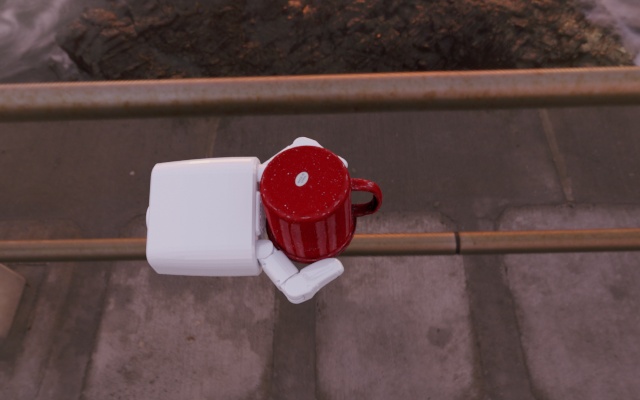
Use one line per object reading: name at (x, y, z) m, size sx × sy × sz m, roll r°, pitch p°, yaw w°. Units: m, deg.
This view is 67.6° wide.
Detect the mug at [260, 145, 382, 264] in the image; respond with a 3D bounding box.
mug at (0.002, 0.001, 0.451) m, size 0.117 × 0.093 × 0.081 m, roll -3°, pitch -30°, yaw 2°
